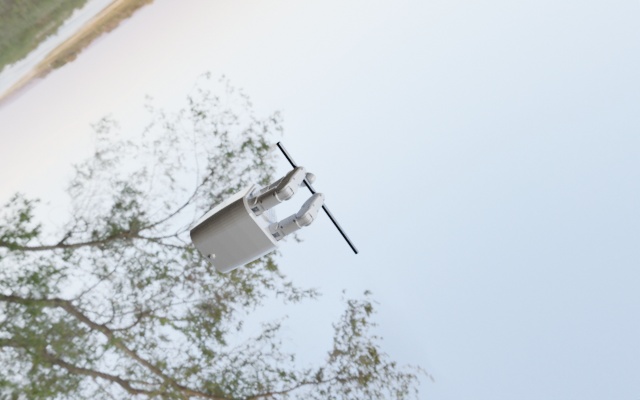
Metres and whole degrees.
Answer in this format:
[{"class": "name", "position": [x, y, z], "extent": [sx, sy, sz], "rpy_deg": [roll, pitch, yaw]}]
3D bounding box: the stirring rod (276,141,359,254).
[{"class": "stirring rod", "position": [0.000, 0.002, 0.748], "extent": [0.011, 0.240, 0.011], "rpy_deg": [-26, 30, 17]}]
